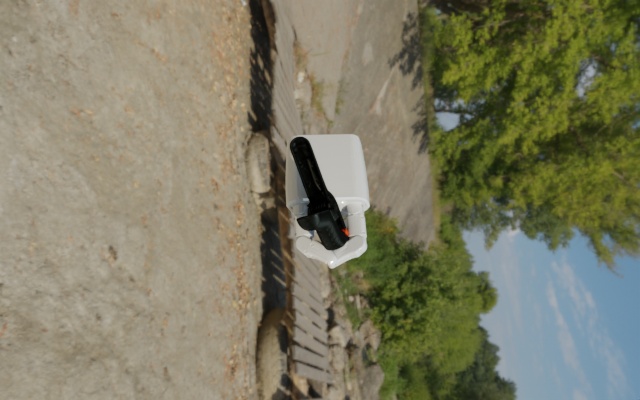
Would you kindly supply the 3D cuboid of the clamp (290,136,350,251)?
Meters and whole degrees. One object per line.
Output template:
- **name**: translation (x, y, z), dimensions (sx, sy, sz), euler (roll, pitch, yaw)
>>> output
- **clamp**: translation (0.001, 0.002, 0.589), dimensions (0.039, 0.120, 0.171), euler (-8, -23, 12)
